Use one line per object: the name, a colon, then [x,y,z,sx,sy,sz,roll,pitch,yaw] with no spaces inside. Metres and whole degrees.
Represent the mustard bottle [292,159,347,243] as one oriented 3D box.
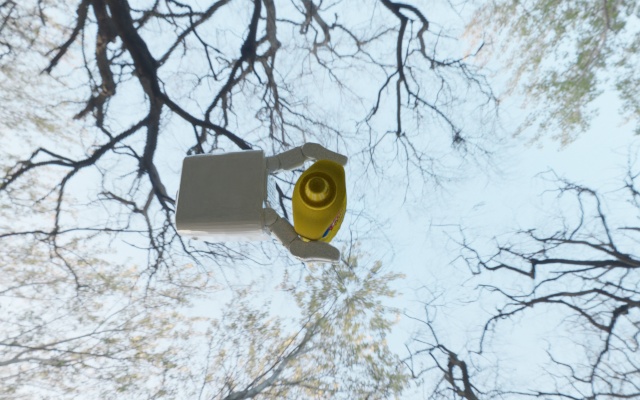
mustard bottle: [0.000,0.002,0.575,0.058,0.096,0.192,21,-9,7]
